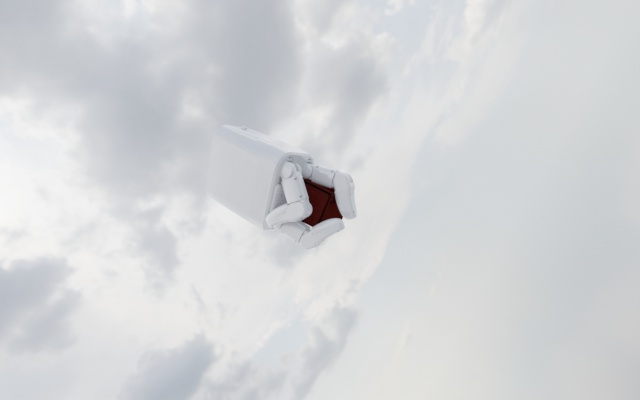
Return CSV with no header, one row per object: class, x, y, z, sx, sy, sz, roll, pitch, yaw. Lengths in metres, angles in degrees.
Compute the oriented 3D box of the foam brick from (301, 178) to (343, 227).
foam brick,0.000,0.002,0.645,0.051,0.053,0.078,26,12,21
